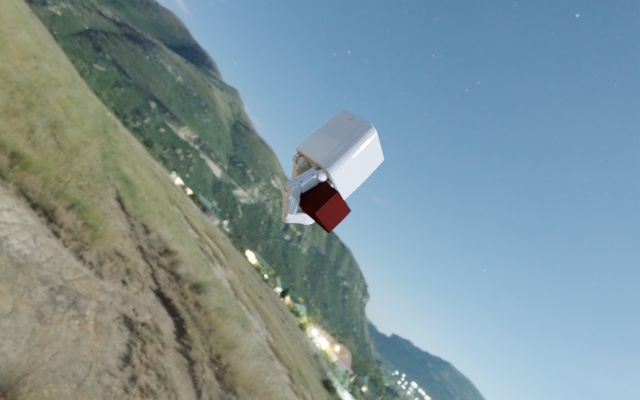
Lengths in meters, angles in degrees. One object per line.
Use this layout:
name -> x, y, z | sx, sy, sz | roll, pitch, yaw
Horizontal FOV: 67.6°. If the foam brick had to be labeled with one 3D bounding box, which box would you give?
foam brick -> 0.000, 0.003, 0.745 | 0.078, 0.051, 0.053 | 39, -13, 47
